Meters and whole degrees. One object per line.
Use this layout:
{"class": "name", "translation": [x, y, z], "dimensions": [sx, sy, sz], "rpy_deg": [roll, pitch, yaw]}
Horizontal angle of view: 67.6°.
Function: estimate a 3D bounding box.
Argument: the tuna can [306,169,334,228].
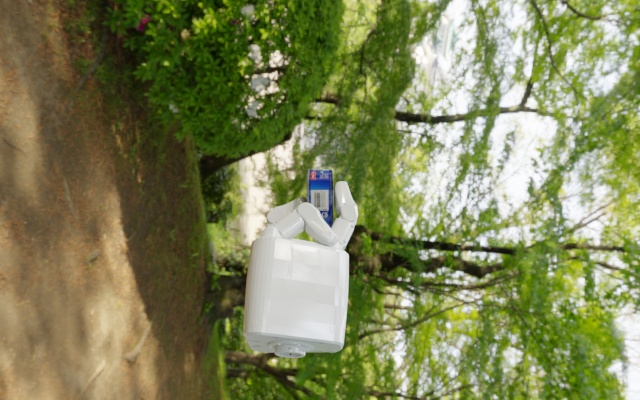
{"class": "tuna can", "translation": [0.001, 0.002, 0.619], "dimensions": [0.034, 0.086, 0.086], "rpy_deg": [-1, 0, 1]}
